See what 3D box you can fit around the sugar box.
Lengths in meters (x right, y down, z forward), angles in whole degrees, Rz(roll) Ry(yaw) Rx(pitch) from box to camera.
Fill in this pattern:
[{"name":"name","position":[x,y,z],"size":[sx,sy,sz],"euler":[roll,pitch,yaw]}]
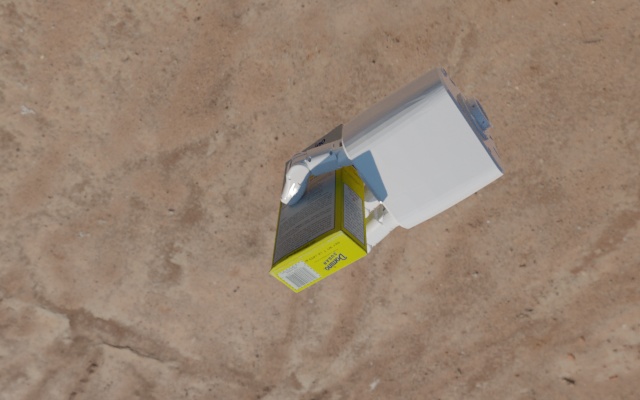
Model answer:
[{"name":"sugar box","position":[0.001,0.002,0.506],"size":[0.093,0.176,0.048],"euler":[-32,-60,27]}]
